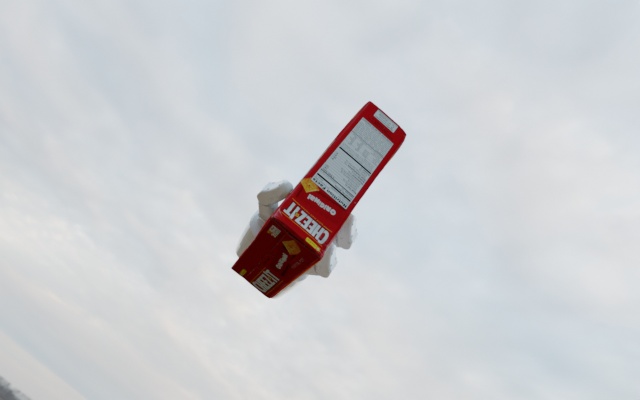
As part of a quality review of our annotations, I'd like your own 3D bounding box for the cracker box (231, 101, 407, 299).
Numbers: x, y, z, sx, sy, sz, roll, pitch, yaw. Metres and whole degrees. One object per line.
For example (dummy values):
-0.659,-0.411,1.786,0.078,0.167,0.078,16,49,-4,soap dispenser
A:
0.000,0.002,0.578,0.072,0.213,0.164,39,-35,-2,cracker box
